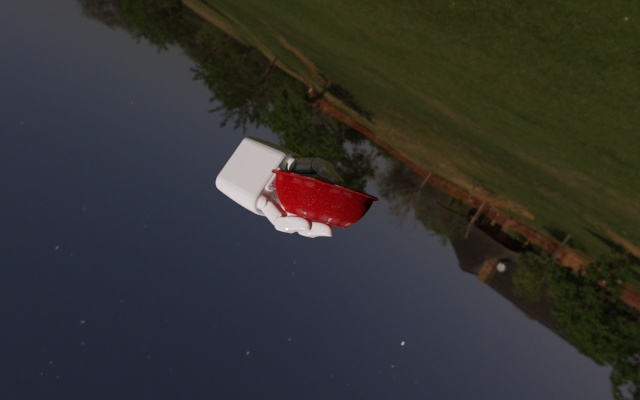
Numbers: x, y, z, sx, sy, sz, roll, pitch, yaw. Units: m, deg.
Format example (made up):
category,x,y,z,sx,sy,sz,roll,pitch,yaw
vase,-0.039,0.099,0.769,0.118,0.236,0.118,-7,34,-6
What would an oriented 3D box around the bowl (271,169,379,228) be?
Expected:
category,x,y,z,sx,sy,sz,roll,pitch,yaw
bowl,0.001,0.003,0.692,0.162,0.055,0.162,15,-2,0
